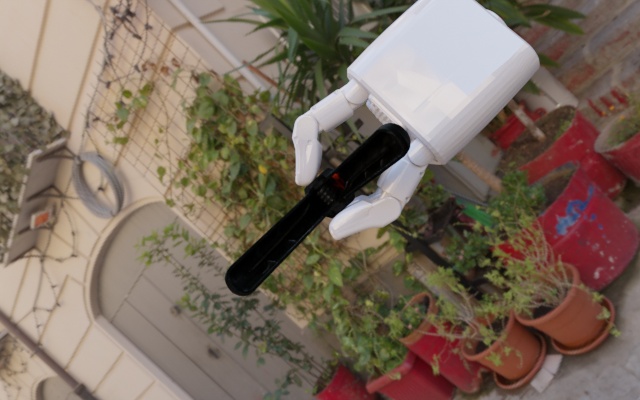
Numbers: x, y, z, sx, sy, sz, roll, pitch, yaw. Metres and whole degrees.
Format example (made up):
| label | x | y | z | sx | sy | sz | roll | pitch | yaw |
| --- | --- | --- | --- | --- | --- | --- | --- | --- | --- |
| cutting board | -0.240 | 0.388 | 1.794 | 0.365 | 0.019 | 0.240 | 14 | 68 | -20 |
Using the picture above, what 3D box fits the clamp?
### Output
| label | x | y | z | sx | sy | sz | roll | pitch | yaw |
| --- | --- | --- | --- | --- | --- | --- | --- | --- | --- |
| clamp | 0.000 | 0.001 | 0.410 | 0.164 | 0.036 | 0.210 | -42 | 2 | 6 |
